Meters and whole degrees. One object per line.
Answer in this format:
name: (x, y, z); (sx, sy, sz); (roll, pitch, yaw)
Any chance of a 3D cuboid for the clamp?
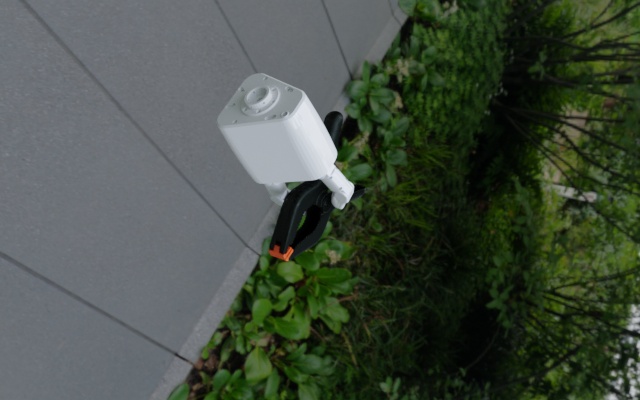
clamp: (0.000, 0.003, 0.676); (0.036, 0.210, 0.165); (14, -27, 33)
